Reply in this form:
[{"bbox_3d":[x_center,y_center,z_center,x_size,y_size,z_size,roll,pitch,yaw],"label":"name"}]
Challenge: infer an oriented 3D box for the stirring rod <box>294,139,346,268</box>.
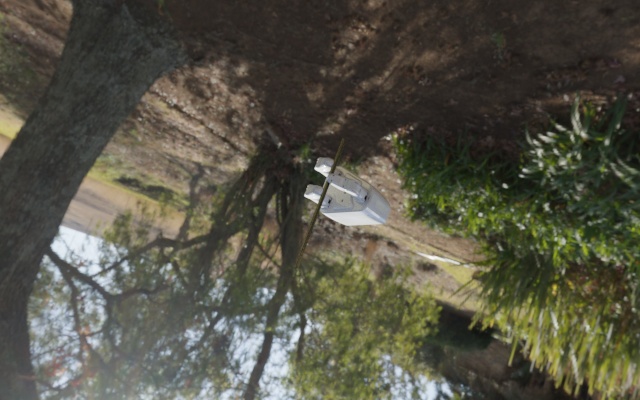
[{"bbox_3d":[0.000,0.003,0.831,0.011,0.239,0.011,20,-9,3],"label":"stirring rod"}]
